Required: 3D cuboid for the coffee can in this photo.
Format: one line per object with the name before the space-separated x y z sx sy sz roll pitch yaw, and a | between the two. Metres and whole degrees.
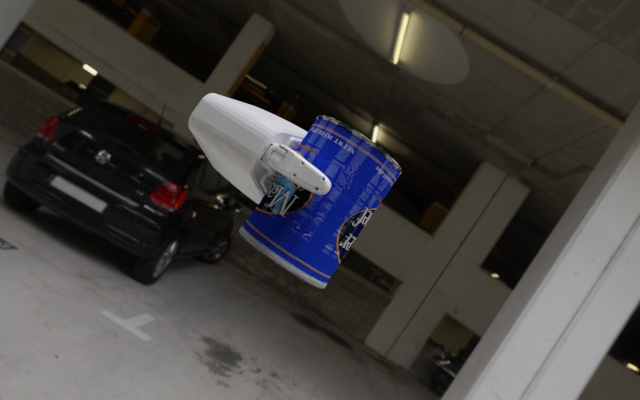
coffee can | 0.000 0.002 0.479 0.103 0.140 0.103 34 -2 2
